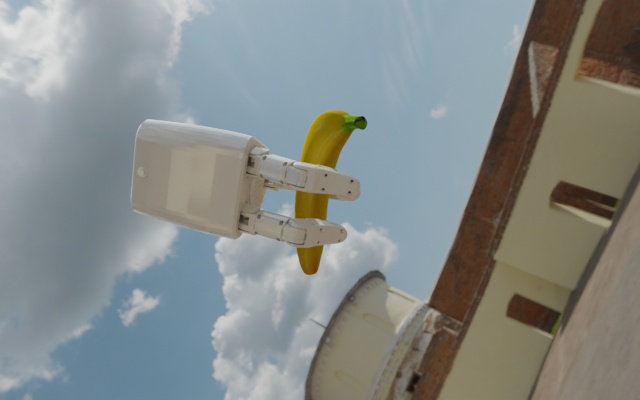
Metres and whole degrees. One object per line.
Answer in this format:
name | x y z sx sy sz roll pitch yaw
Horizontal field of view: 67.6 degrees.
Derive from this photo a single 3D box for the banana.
banana | -0.002 -0.013 0.471 0.037 0.198 0.069 2 40 -15
